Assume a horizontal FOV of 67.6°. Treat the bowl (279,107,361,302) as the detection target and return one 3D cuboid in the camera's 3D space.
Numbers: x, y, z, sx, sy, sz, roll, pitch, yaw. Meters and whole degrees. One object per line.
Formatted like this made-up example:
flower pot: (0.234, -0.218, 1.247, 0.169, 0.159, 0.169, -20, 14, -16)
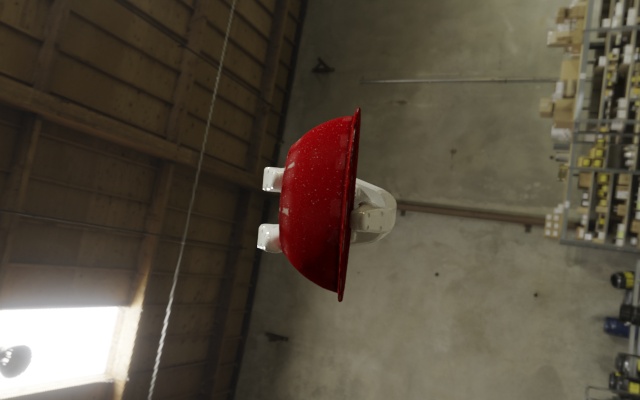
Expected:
bowl: (0.000, 0.001, 0.401, 0.055, 0.162, 0.162, 6, 0, 5)
